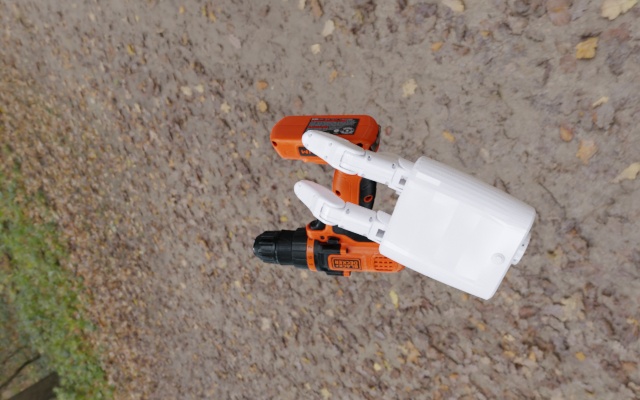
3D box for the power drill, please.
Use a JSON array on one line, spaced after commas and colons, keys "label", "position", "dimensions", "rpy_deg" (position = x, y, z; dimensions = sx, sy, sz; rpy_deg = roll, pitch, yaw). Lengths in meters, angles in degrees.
[{"label": "power drill", "position": [0.000, 0.001, 0.519], "dimensions": [0.184, 0.188, 0.057], "rpy_deg": [0, 37, 13]}]
